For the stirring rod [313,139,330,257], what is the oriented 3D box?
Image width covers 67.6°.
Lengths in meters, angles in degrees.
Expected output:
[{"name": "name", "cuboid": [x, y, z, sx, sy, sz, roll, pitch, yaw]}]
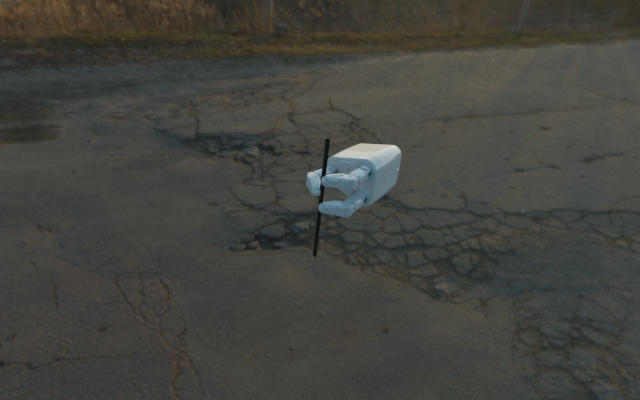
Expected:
[{"name": "stirring rod", "cuboid": [0.000, 0.003, 0.846, 0.011, 0.240, 0.011, 5, 32, -3]}]
